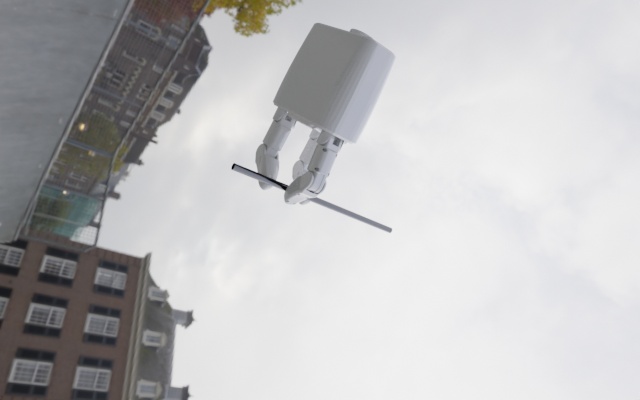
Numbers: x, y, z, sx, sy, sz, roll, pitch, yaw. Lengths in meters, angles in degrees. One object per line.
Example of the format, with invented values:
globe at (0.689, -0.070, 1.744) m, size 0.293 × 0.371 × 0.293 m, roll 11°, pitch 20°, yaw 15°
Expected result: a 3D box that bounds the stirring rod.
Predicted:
stirring rod at (0.000, 0.002, 0.576) m, size 0.239 × 0.011 × 0.011 m, roll 22°, pitch -13°, yaw -33°
